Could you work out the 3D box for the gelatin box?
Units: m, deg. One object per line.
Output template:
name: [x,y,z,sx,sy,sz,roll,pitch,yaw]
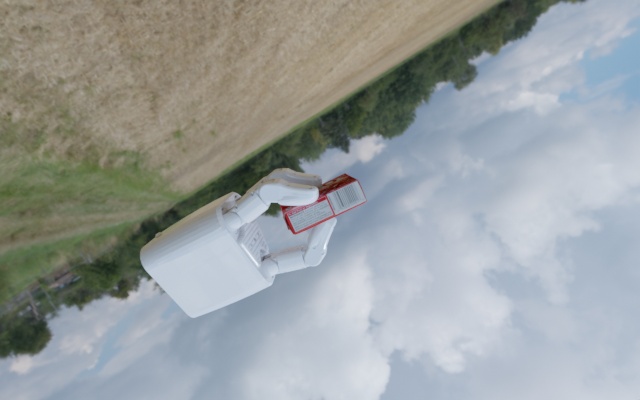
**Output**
gelatin box: [0.001,0.002,0.535,0.089,0.030,0.073,-25,10,-3]
